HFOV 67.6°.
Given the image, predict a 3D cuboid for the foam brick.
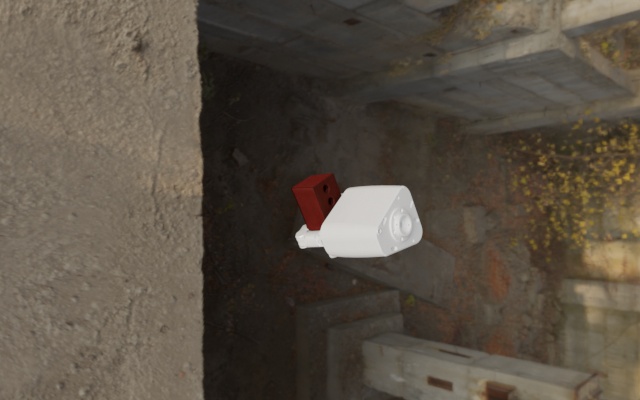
[{"bbox_3d":[0.000,0.002,0.752,0.051,0.078,0.053,-3,25,47],"label":"foam brick"}]
